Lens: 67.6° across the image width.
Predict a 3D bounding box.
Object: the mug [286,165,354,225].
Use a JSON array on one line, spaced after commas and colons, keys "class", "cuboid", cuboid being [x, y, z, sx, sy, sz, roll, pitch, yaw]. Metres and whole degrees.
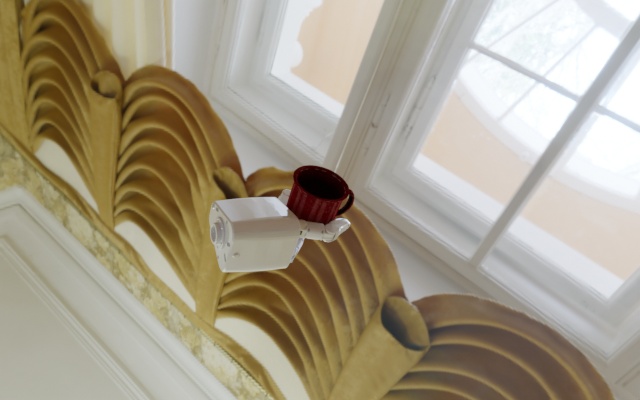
[{"class": "mug", "cuboid": [0.001, 0.003, 0.776, 0.117, 0.081, 0.093, -1, 40, -29]}]
